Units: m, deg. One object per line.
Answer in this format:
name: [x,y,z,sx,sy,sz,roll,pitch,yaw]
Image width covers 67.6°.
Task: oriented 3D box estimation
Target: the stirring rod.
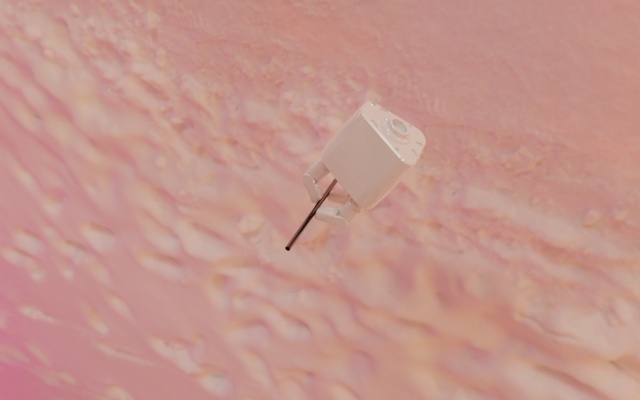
stirring rod: [0.000,0.002,0.763,0.011,0.011,0.239,0,33,28]
